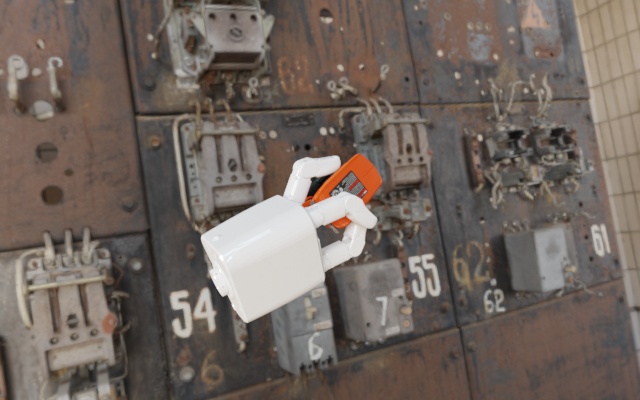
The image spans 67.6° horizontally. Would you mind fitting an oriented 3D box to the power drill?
[{"bbox_3d":[0.000,0.002,0.666,0.184,0.057,0.188,-49,11,-35],"label":"power drill"}]
